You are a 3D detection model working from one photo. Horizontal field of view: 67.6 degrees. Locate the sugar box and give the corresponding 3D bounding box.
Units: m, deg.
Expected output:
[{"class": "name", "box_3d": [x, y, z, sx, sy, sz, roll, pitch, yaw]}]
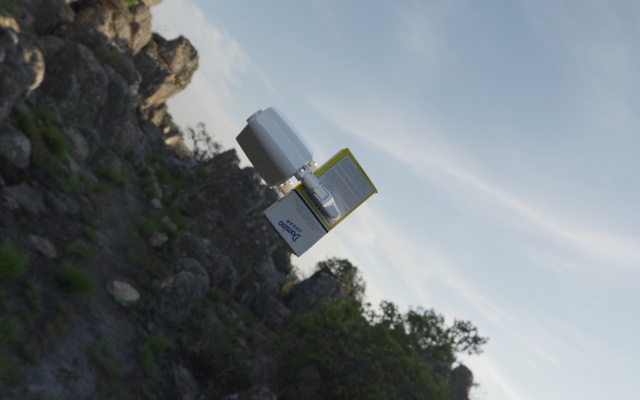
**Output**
[{"class": "sugar box", "box_3d": [0.000, 0.002, 0.791, 0.176, 0.093, 0.048, -38, 10, -8]}]
